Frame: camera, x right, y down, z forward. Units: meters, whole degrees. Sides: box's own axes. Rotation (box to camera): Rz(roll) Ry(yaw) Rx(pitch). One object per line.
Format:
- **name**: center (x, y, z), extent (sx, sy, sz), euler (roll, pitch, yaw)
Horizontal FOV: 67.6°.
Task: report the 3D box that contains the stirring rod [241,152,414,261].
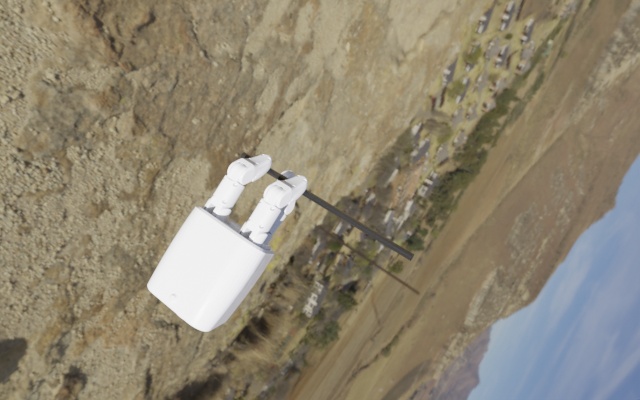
- **stirring rod**: center (0.000, 0.002, 0.542), extent (0.239, 0.011, 0.011), euler (31, 13, 22)
